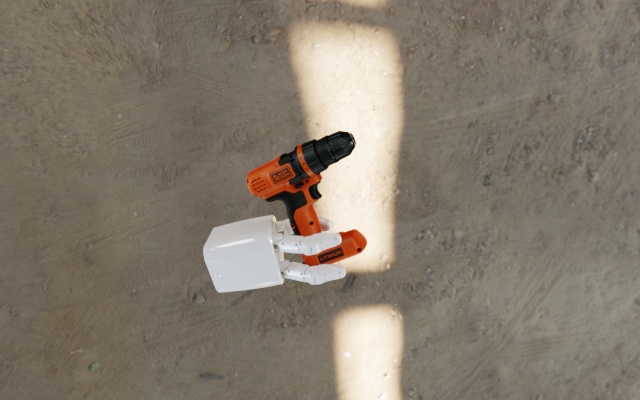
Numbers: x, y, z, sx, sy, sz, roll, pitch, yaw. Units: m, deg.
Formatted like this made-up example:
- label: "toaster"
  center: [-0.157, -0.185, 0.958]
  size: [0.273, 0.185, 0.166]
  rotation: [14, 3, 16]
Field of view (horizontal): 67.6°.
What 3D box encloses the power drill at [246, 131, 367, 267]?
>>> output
- label: "power drill"
  center: [0.000, 0.003, 0.737]
  size: [0.184, 0.188, 0.057]
  rotation: [-23, 11, 22]
